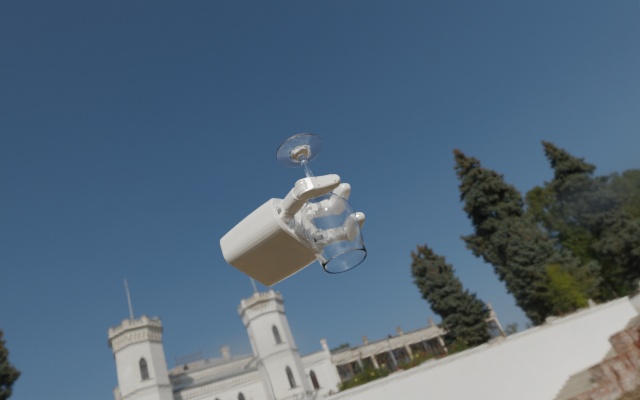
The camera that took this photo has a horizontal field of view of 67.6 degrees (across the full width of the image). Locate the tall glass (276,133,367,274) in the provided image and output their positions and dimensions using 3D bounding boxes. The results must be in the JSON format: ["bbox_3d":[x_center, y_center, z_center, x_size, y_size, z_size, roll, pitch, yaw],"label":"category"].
[{"bbox_3d":[0.000,0.002,0.678,0.079,0.201,0.079,-17,-32,-11],"label":"tall glass"}]
